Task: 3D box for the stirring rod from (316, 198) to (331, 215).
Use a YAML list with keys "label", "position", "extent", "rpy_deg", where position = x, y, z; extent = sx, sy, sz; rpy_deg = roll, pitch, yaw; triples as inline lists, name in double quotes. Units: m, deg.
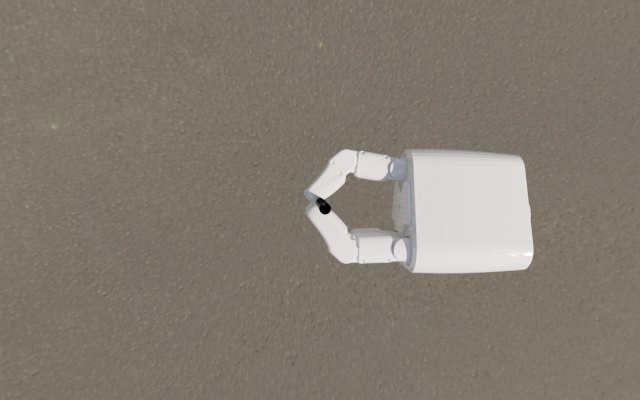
- label: "stirring rod"
  position: [0.000, 0.001, 0.434]
  extent: [0.011, 0.011, 0.239]
  rpy_deg: [0, 2, -1]
